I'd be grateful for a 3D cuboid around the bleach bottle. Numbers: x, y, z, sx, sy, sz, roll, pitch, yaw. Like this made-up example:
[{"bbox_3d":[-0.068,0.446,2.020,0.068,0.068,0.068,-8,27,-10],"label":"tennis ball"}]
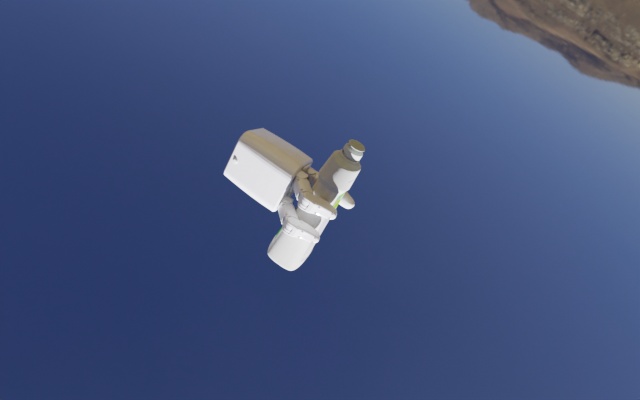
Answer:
[{"bbox_3d":[0.000,0.003,0.787,0.068,0.251,0.102,35,33,3],"label":"bleach bottle"}]
